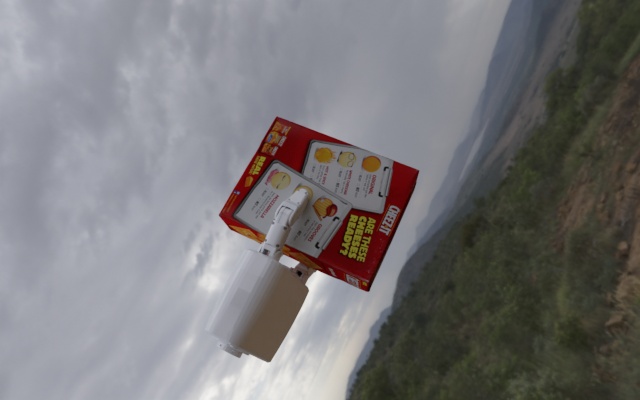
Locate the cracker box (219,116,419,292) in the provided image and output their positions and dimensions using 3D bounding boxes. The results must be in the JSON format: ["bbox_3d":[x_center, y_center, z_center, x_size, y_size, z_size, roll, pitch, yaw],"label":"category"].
[{"bbox_3d":[0.000,0.002,0.640,0.213,0.164,0.072,23,-18,14],"label":"cracker box"}]
